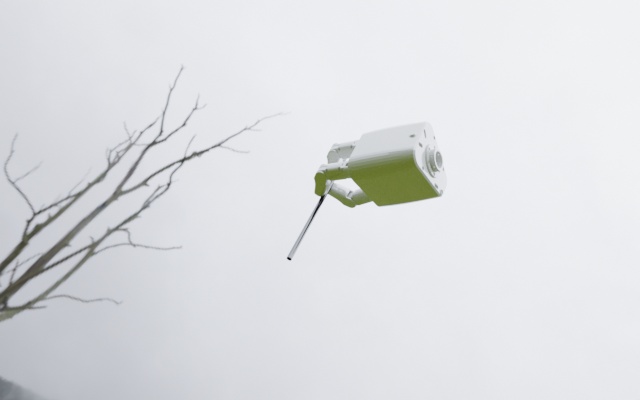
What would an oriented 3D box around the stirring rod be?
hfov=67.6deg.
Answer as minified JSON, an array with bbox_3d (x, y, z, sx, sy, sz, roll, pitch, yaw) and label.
[{"bbox_3d":[0.000,0.003,0.755,0.011,0.011,0.239,0,42,30],"label":"stirring rod"}]
